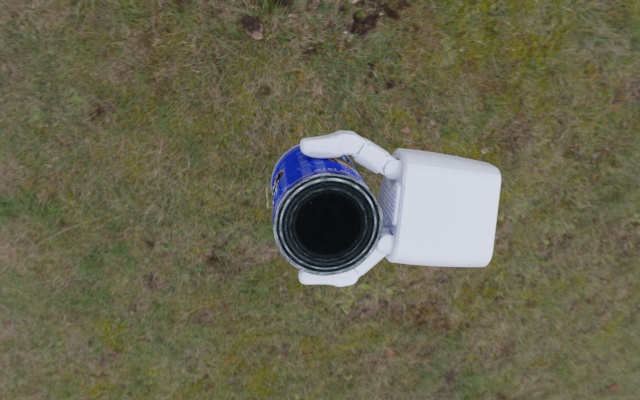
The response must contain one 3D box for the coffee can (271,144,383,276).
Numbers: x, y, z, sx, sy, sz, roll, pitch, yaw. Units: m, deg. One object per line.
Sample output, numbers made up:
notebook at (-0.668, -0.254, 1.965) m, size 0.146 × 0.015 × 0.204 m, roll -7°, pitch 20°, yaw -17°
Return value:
coffee can at (0.000, 0.002, 0.504) m, size 0.103 × 0.103 × 0.140 m, roll 0°, pitch 19°, yaw -7°
